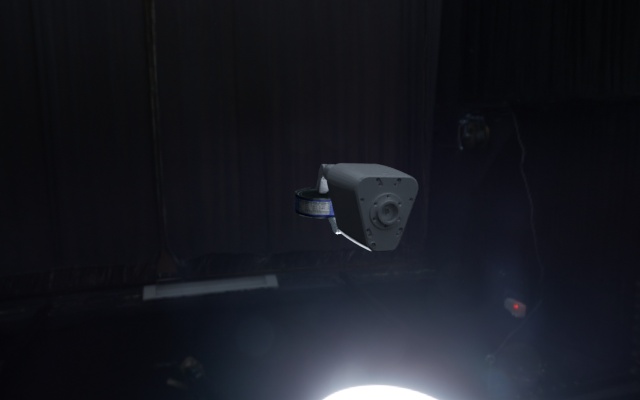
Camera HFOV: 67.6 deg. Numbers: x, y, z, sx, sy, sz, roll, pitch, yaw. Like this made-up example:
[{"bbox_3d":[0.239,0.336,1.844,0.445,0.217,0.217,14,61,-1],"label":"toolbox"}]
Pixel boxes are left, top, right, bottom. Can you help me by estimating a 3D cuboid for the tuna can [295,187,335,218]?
[{"bbox_3d":[0.000,0.003,0.793,0.086,0.034,0.086,1,14,0],"label":"tuna can"}]
